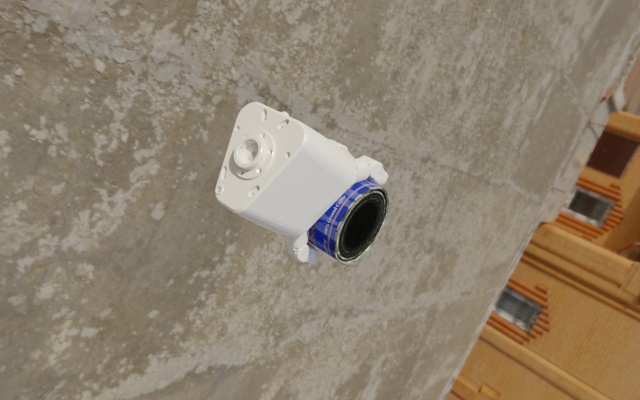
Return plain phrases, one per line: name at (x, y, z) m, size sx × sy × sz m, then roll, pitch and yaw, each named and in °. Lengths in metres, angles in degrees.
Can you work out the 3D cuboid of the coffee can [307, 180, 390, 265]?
coffee can at (0.000, 0.002, 0.600) m, size 0.140 × 0.103 × 0.103 m, roll 30°, pitch 17°, yaw 32°
